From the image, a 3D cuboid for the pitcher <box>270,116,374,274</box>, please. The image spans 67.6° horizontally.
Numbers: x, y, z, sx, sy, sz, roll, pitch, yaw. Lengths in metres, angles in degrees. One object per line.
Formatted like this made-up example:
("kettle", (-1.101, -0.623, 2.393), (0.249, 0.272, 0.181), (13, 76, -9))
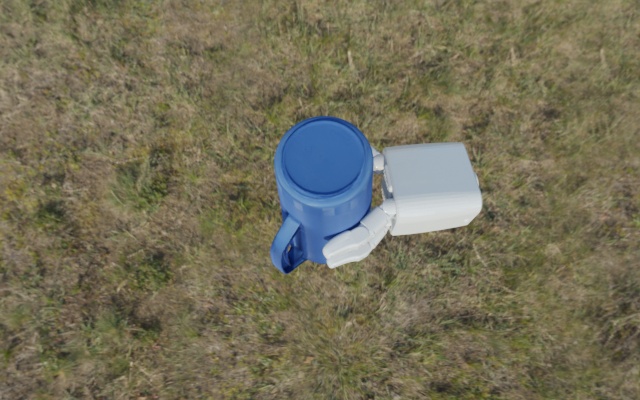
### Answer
("pitcher", (0.000, 0.002, 0.615), (0.145, 0.149, 0.243), (-5, -19, 0))
